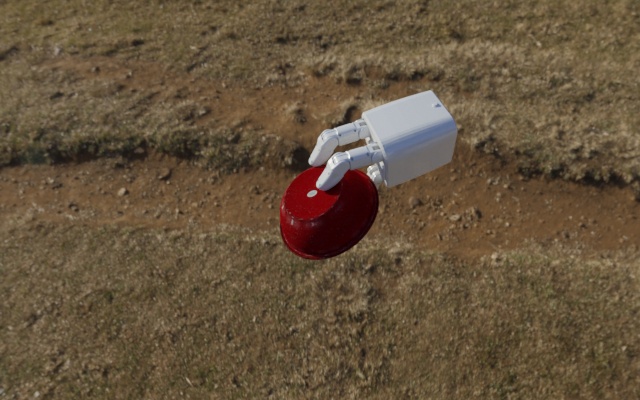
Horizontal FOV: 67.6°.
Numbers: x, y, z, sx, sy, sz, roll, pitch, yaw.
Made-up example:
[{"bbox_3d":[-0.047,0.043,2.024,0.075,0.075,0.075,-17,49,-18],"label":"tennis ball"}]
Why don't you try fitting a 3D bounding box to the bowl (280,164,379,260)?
[{"bbox_3d":[-0.001,0.003,0.691,0.162,0.162,0.055,0,-32,30],"label":"bowl"}]
